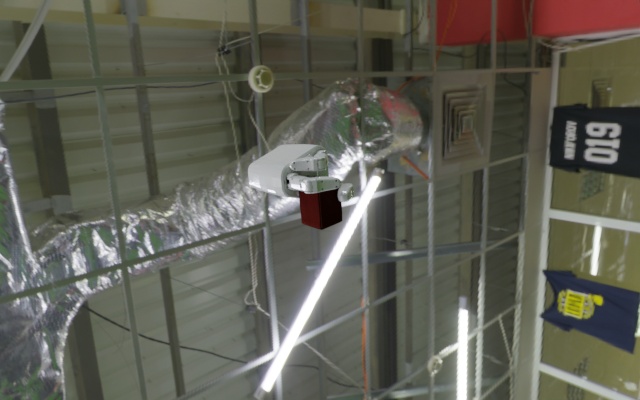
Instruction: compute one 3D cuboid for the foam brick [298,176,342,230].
[{"bbox_3d":[0.000,0.003,0.816,0.053,0.078,0.051,-18,20,-41],"label":"foam brick"}]
